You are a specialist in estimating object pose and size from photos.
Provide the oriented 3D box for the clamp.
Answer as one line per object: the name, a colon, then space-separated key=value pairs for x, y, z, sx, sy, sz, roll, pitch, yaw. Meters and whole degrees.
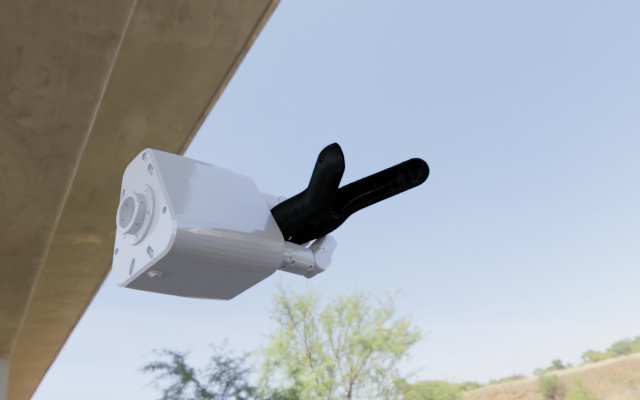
clamp: x=0.000 y=0.001 z=0.423 sx=0.171 sy=0.039 sz=0.120 roll=-34 pitch=-33 yaw=31
